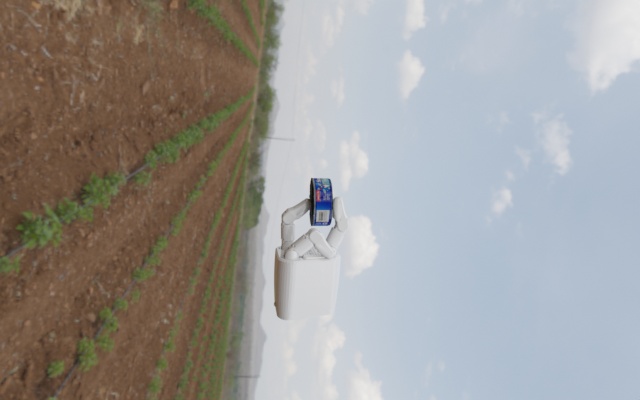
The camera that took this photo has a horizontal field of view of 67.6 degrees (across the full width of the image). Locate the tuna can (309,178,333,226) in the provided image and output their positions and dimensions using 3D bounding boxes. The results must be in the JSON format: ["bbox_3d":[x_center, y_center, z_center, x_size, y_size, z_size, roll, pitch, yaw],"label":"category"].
[{"bbox_3d":[0.001,0.003,0.837,0.034,0.086,0.086,0,0,-7],"label":"tuna can"}]
